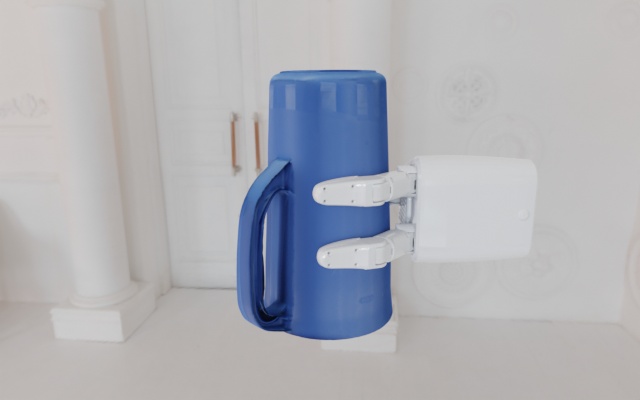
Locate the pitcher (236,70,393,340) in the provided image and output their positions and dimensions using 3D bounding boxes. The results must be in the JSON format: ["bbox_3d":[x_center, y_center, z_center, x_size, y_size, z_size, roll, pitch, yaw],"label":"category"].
[{"bbox_3d":[0.000,0.001,0.457,0.145,0.243,0.149,0,14,1],"label":"pitcher"}]
